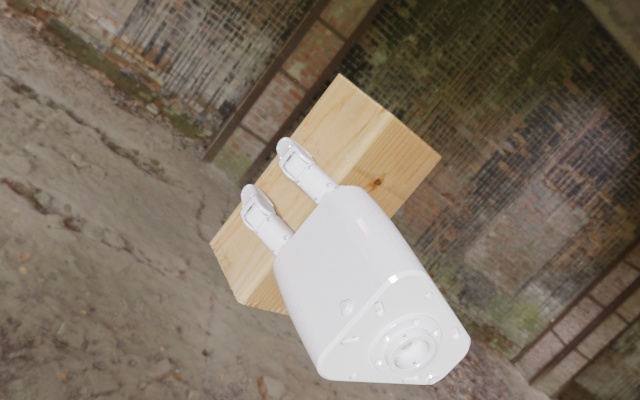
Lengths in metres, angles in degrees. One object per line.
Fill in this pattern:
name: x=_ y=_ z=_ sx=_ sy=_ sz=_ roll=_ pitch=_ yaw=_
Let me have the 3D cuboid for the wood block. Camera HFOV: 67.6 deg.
wood block: x=0.001 y=0.002 z=0.452 sx=0.091 sy=0.206 sz=0.090 roll=28 pitch=16 yaw=-44
